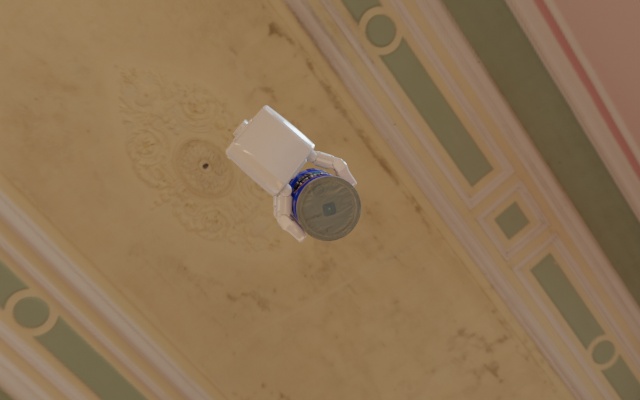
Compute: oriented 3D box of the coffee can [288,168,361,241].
[{"bbox_3d":[0.000,0.003,0.805,0.103,0.103,0.140,0,9,-12],"label":"coffee can"}]
